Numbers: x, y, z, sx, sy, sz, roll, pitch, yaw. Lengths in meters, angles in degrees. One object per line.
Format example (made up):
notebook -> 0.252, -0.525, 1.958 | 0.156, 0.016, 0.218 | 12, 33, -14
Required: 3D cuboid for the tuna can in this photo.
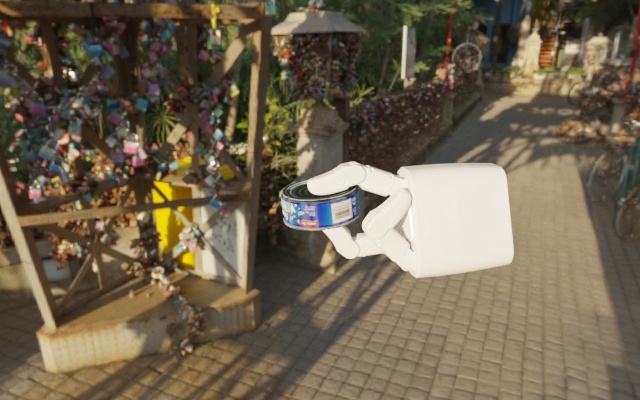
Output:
tuna can -> 0.000, 0.001, 0.523 | 0.086, 0.034, 0.086 | -5, 19, 2
